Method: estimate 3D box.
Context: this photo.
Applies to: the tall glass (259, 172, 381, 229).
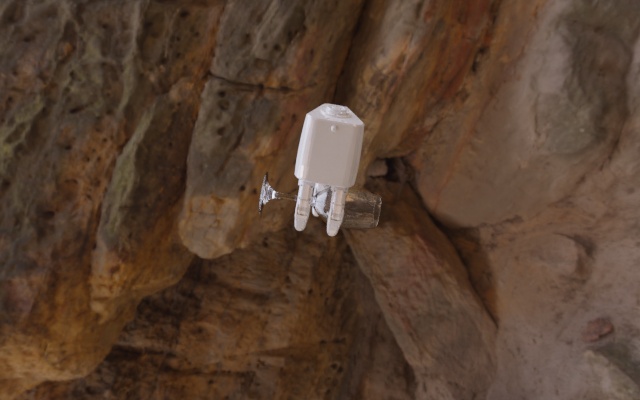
[{"bbox_3d":[-0.001,0.003,0.822,0.201,0.079,0.079,9,0,-2],"label":"tall glass"}]
